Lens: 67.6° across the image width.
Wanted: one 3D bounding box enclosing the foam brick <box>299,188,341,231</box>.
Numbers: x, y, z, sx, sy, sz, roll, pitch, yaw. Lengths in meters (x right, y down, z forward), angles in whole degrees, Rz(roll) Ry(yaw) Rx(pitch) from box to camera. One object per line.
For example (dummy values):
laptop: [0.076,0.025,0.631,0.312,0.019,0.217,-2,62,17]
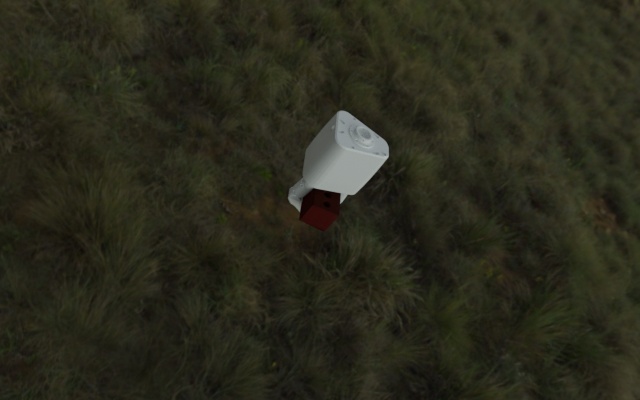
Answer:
foam brick: [0.000,0.003,0.839,0.053,0.078,0.051,24,-44,-20]
